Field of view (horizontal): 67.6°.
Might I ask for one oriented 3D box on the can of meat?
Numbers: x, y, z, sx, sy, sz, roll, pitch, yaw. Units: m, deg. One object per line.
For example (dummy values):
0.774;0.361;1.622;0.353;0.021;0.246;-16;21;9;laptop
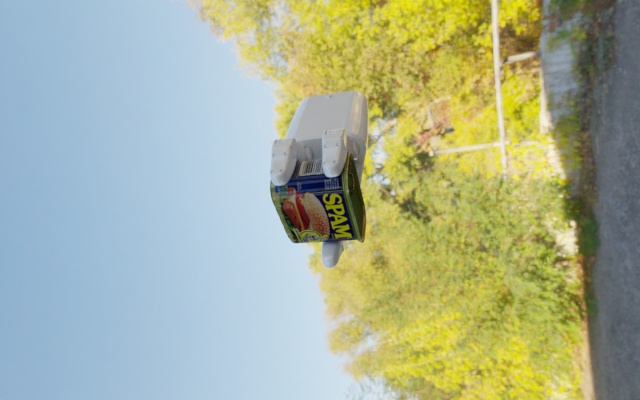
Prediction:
0.000;0.002;0.524;0.084;0.057;0.102;-5;-46;14;can of meat
